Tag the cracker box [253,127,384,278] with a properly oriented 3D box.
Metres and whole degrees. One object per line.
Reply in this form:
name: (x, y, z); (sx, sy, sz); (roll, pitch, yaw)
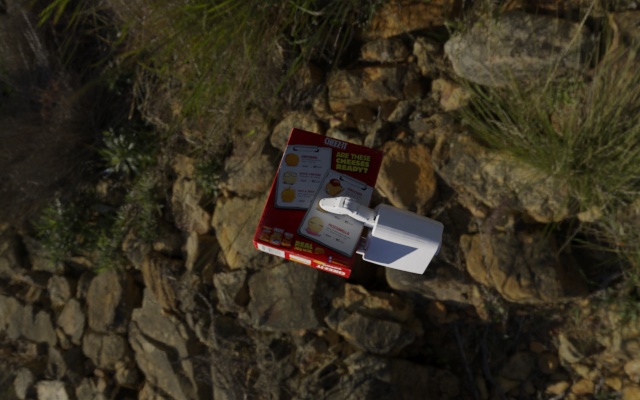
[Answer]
cracker box: (0.000, 0.003, 0.803); (0.164, 0.213, 0.072); (16, -20, 4)
